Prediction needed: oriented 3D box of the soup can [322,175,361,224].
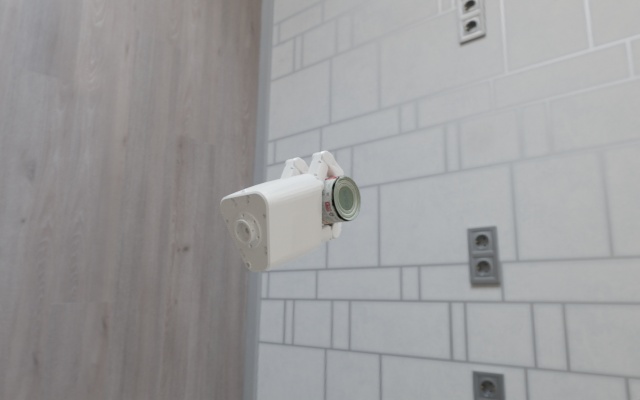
[{"bbox_3d":[0.001,0.002,0.709,0.102,0.068,0.068,-9,-6,39],"label":"soup can"}]
